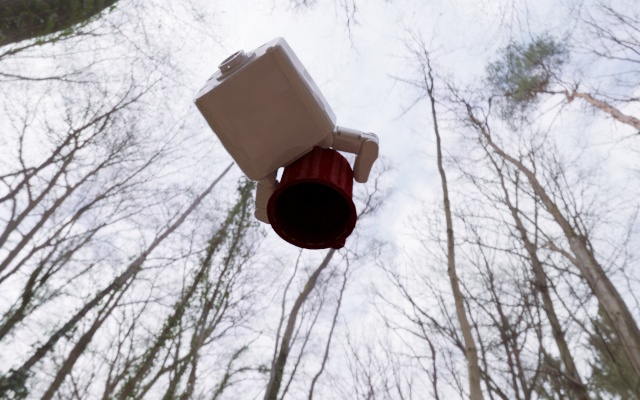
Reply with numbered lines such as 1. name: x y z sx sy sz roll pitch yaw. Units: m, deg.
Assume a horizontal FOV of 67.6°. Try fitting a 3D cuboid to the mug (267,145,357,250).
1. mug: 0.001 0.003 0.525 0.093 0.117 0.081 -22 30 20
